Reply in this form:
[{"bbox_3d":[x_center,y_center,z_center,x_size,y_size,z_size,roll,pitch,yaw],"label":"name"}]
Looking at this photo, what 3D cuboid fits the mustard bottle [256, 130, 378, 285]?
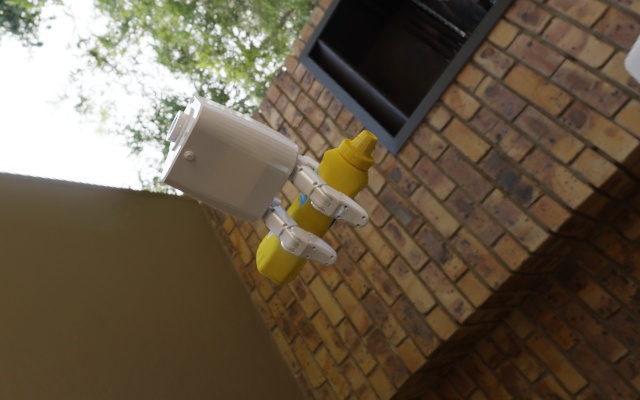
[{"bbox_3d":[0.000,0.002,0.538,0.058,0.192,0.096,35,22,-4],"label":"mustard bottle"}]
